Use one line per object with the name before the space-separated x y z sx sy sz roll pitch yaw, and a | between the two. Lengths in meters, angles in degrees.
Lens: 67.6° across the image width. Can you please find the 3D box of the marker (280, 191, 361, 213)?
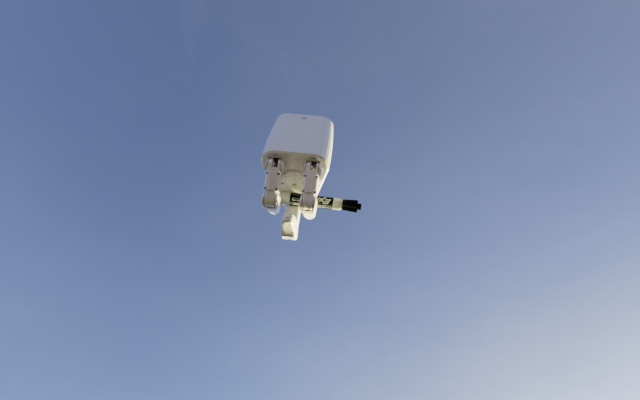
marker | 0.000 0.002 0.707 0.121 0.020 0.020 7 0 3
